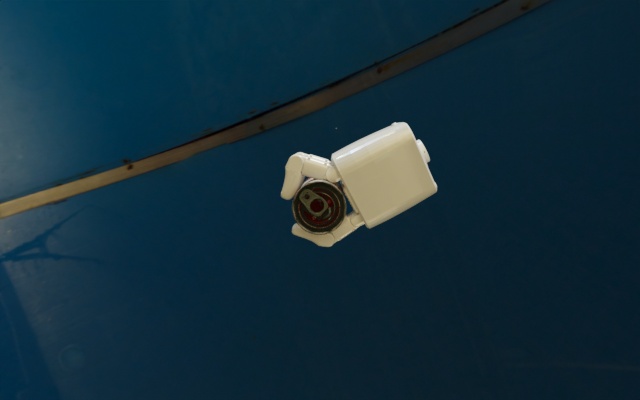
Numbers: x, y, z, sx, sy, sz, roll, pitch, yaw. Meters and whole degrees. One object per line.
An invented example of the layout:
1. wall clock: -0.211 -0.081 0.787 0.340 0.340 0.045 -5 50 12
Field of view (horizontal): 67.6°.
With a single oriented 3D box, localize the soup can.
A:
1. soup can: 0.000 0.002 0.641 0.068 0.068 0.102 0 9 2
